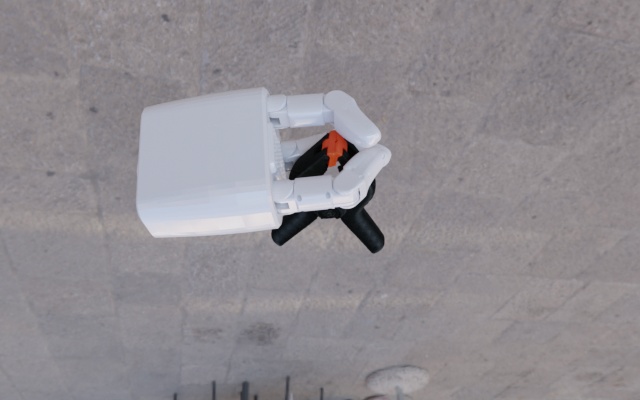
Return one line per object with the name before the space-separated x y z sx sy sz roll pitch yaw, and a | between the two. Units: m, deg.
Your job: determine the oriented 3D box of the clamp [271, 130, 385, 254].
clamp | 0.000 0.002 0.458 0.120 0.039 0.172 -5 -39 5
